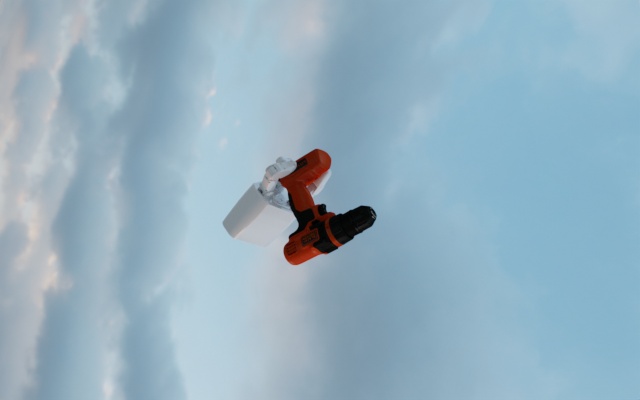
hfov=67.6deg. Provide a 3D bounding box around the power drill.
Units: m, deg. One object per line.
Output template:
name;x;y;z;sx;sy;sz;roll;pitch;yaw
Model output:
power drill;0.000;0.003;0.850;0.184;0.187;0.057;-28;-35;23
